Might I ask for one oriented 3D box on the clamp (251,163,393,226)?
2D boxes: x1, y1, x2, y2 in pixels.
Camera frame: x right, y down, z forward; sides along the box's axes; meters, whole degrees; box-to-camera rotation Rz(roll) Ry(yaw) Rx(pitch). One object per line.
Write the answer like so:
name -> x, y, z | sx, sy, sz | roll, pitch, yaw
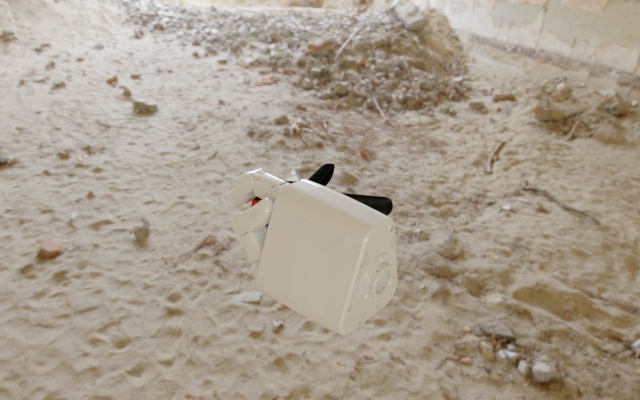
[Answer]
clamp -> 0.000, 0.001, 0.551 | 0.120, 0.039, 0.171 | 23, 32, 35
